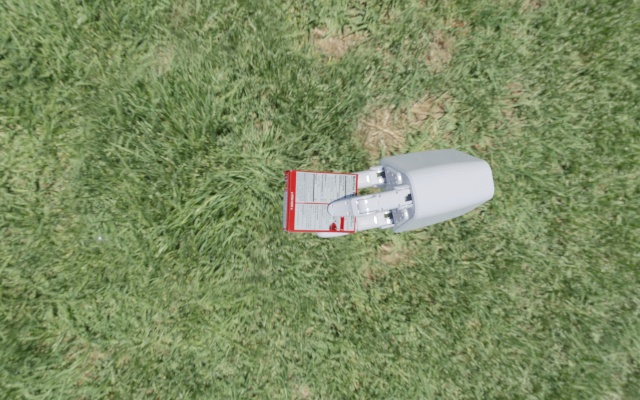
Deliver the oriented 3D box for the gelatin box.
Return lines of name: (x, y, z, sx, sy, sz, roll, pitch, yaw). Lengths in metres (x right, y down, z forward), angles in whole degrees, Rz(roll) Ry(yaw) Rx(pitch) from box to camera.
gelatin box: (0.000, 0.002, 0.579, 0.089, 0.073, 0.030, 2, 0, -19)
